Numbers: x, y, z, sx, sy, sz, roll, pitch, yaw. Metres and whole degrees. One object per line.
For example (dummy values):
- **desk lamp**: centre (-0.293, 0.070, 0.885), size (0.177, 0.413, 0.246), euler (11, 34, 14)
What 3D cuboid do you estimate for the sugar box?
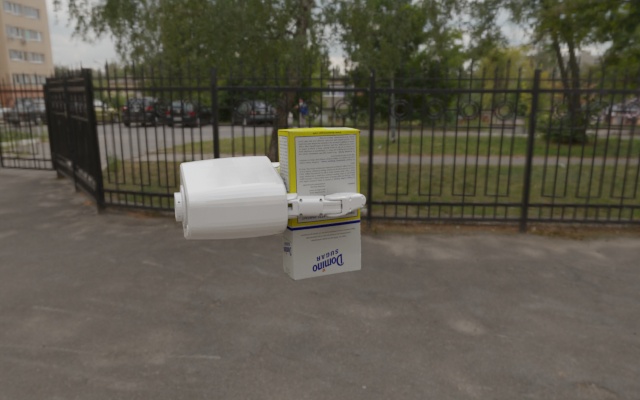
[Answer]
- **sugar box**: centre (0.000, 0.002, 0.578), size (0.093, 0.176, 0.048), euler (-5, 13, -22)
